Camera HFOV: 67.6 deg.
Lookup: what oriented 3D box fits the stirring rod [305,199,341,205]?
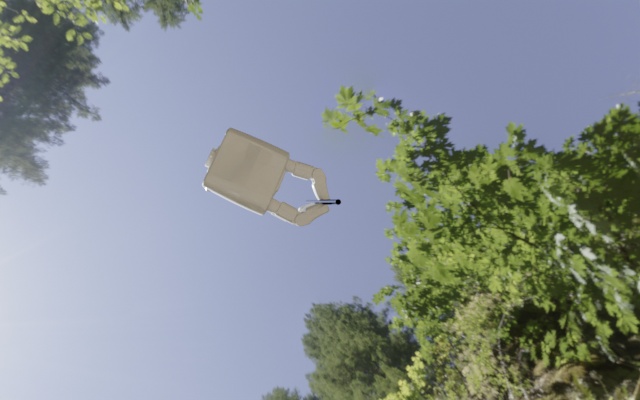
[{"bbox_3d":[0.000,0.002,0.781,0.011,0.011,0.239,0,0,-12],"label":"stirring rod"}]
